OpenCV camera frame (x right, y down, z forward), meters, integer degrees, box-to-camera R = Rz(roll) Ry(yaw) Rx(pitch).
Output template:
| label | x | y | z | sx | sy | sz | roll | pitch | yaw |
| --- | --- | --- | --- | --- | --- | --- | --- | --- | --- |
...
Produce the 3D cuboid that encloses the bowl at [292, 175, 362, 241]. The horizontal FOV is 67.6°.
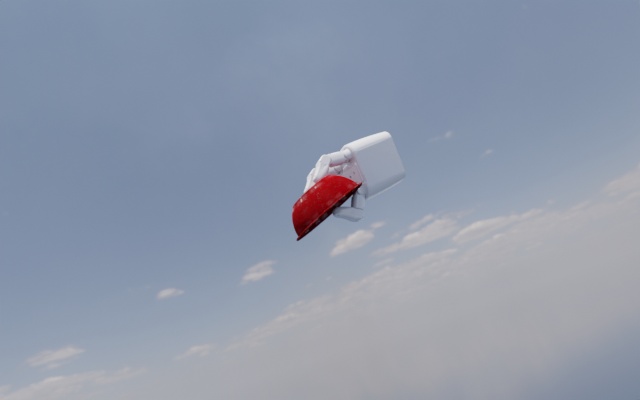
| label | x | y | z | sx | sy | sz | roll | pitch | yaw |
| --- | --- | --- | --- | --- | --- | --- | --- | --- | --- |
| bowl | -0.001 | 0.003 | 0.886 | 0.162 | 0.055 | 0.162 | -41 | -5 | -4 |
